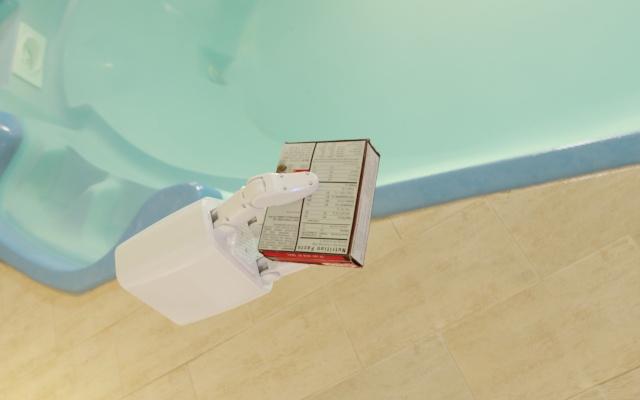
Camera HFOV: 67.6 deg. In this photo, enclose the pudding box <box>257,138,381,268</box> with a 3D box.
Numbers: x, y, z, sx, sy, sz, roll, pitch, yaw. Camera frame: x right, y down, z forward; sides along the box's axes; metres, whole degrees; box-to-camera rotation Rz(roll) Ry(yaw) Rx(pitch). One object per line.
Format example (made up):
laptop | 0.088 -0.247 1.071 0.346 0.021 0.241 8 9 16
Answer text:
pudding box | 0.000 0.001 0.429 0.090 0.113 0.039 1 -21 25
